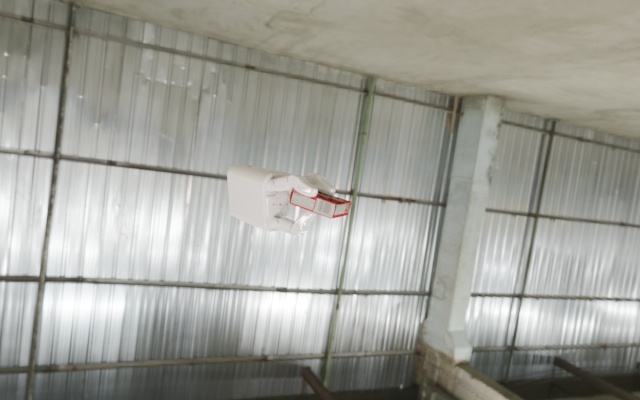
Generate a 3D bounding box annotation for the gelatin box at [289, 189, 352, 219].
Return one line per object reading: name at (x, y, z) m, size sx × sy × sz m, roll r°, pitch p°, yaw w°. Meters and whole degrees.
gelatin box at (0.000, 0.003, 0.847) m, size 0.089 × 0.030 × 0.073 m, roll 20°, pitch 11°, yaw 23°
